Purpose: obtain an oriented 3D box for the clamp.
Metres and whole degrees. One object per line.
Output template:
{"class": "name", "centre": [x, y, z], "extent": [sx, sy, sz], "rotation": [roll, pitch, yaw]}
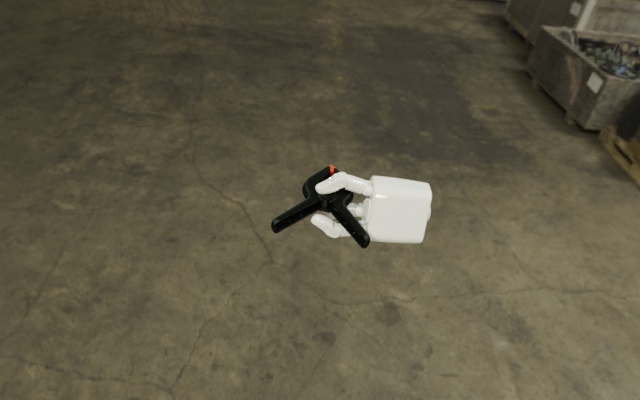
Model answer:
{"class": "clamp", "centre": [0.000, 0.002, 0.852], "extent": [0.164, 0.036, 0.209], "rotation": [7, 37, -5]}
